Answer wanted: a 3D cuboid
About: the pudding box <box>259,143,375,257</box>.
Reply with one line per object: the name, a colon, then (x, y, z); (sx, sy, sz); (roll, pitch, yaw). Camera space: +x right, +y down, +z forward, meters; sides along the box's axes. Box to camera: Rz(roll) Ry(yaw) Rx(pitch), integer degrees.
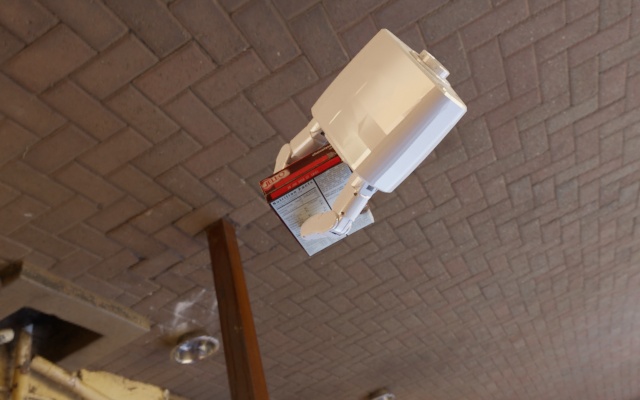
pudding box: (0.000, 0.002, 0.508); (0.090, 0.039, 0.114); (-28, -44, 3)
